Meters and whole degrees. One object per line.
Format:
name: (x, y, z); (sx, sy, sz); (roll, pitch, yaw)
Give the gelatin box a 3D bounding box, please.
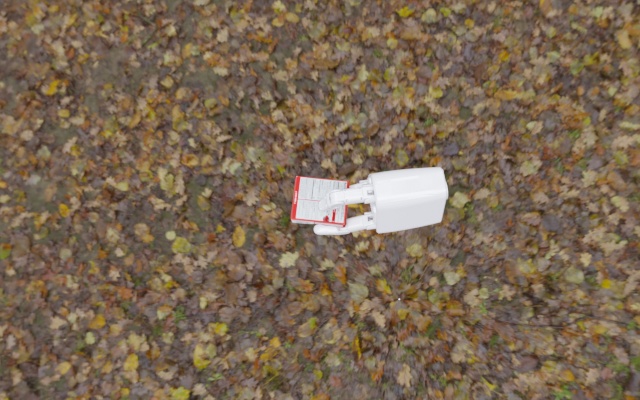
gelatin box: (0.000, 0.002, 0.772); (0.089, 0.073, 0.030); (6, -13, 1)
